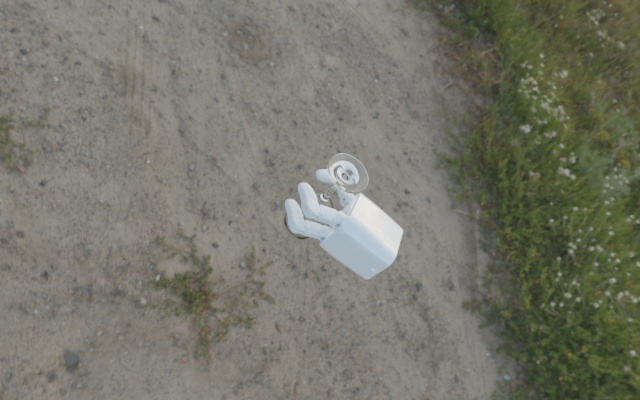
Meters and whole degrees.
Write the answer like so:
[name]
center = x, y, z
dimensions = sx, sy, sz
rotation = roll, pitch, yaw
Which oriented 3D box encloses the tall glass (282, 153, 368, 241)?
[tall glass]
center = 0.000, 0.002, 0.832
dimensions = 0.079, 0.079, 0.201
rotation = 0, -27, -31
